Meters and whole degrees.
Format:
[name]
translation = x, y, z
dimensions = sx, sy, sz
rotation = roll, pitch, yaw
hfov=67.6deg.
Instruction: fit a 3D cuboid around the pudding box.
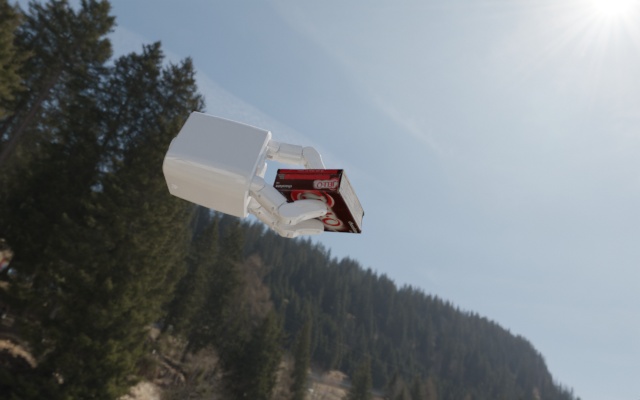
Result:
[pudding box]
translation = 0.000, 0.002, 0.618
dimensions = 0.090, 0.039, 0.113
rotation = 3, -27, 23
